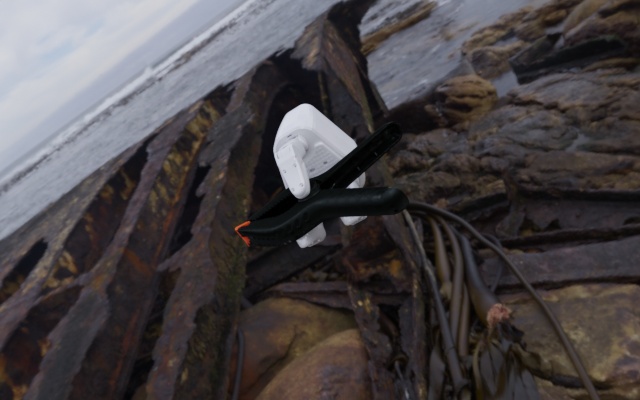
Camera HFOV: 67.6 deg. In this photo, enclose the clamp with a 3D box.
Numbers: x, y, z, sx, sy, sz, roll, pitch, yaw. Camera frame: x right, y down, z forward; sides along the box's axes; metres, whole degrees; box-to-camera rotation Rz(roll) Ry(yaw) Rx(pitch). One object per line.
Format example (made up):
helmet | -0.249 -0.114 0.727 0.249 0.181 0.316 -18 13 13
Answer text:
clamp | -0.001 0.001 0.493 0.210 0.036 0.164 -29 23 15
